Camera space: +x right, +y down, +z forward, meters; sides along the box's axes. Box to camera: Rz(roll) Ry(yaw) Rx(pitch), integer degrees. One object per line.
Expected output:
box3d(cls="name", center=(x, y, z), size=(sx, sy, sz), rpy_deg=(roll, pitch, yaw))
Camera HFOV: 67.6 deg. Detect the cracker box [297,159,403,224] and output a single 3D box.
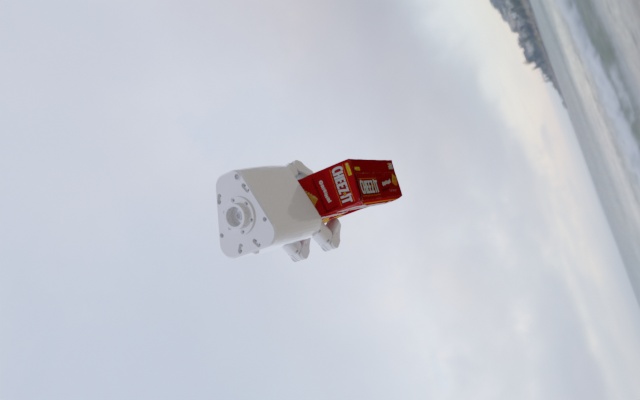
box3d(cls="cracker box", center=(0.000, 0.002, 0.753), size=(0.214, 0.072, 0.164), rpy_deg=(-20, -6, 29))
